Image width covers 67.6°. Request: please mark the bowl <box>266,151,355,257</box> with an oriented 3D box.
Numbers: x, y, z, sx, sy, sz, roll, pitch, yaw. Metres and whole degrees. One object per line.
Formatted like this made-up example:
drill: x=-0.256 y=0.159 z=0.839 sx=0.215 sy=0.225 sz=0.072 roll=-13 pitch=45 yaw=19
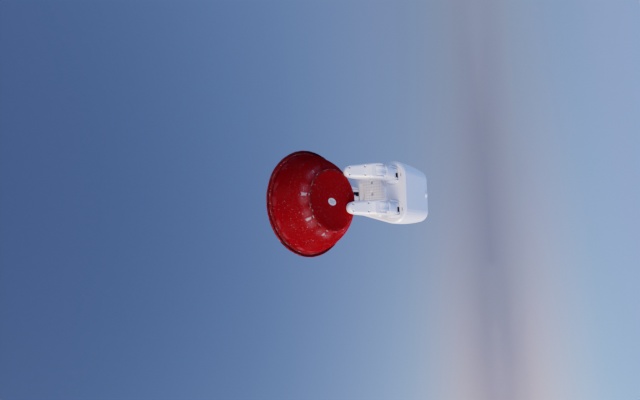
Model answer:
bowl: x=-0.001 y=0.003 z=0.701 sx=0.162 sy=0.162 sz=0.055 roll=0 pitch=-5 yaw=-43
